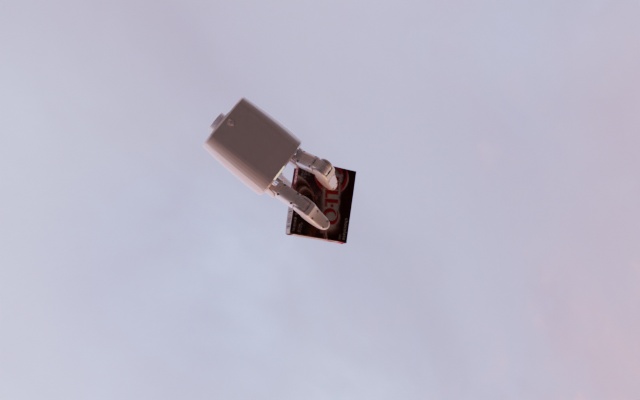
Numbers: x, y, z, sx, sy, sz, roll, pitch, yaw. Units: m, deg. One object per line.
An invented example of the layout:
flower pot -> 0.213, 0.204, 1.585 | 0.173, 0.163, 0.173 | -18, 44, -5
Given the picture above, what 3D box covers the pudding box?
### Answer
pudding box -> 0.000, 0.002, 0.709 | 0.090, 0.113, 0.039 | 11, -7, -18
